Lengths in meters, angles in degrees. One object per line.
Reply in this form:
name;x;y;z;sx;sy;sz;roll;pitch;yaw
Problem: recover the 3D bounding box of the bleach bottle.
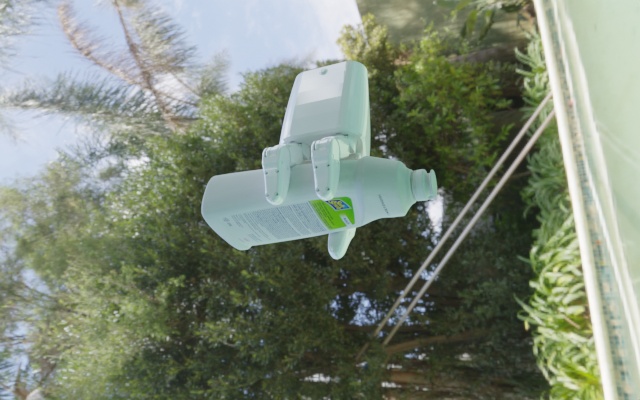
bleach bottle;0.000;0.002;0.521;0.251;0.068;0.103;-7;-33;24
